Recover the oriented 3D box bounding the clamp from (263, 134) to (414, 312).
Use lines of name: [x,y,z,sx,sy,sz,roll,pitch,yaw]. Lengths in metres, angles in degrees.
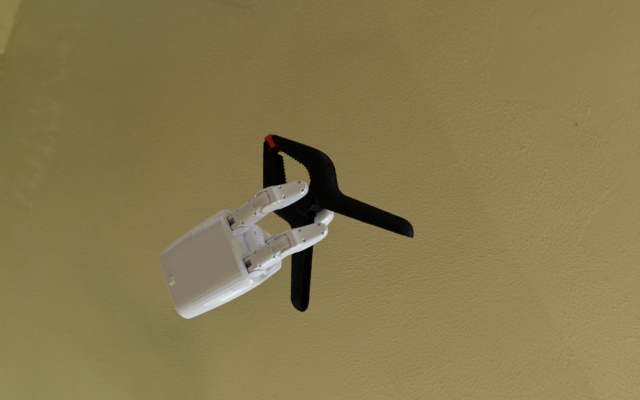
clamp: [0.000,0.002,0.561,0.164,0.210,0.036,-30,-18,15]
